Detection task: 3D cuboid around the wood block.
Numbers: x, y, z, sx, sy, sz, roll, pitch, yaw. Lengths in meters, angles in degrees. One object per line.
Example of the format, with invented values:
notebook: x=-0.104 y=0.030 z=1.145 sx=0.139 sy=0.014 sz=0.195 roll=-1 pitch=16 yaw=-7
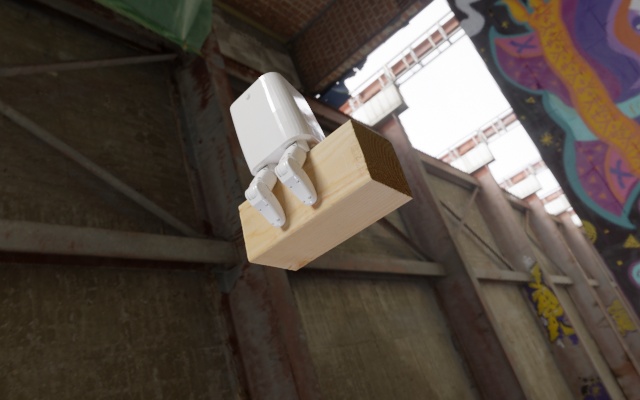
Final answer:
wood block: x=0.000 y=0.002 z=0.613 sx=0.206 sy=0.090 sz=0.091 roll=-35 pitch=-34 yaw=30
